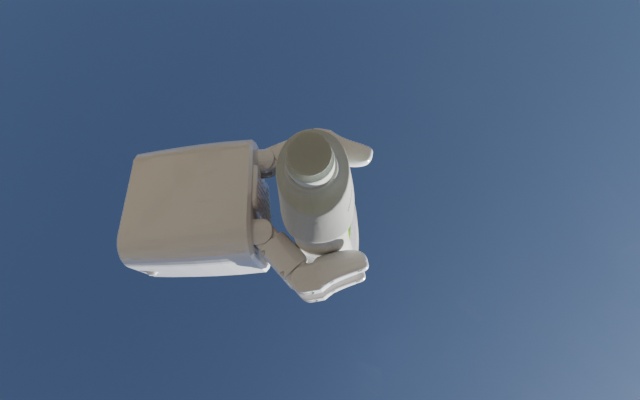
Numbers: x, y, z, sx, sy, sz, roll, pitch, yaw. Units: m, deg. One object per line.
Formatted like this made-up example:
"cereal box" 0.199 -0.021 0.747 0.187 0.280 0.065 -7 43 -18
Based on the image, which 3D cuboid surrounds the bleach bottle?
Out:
"bleach bottle" 0.000 0.001 0.408 0.068 0.102 0.251 -5 -18 2
